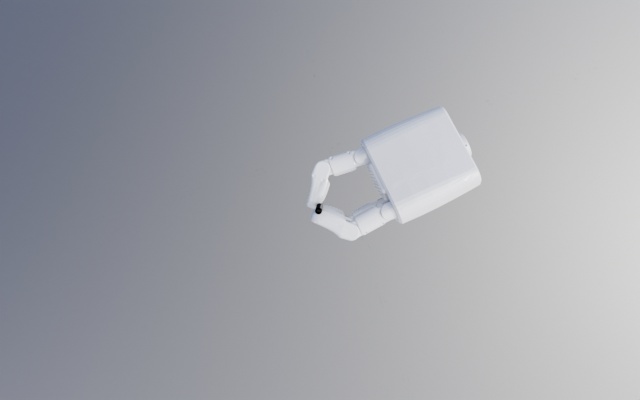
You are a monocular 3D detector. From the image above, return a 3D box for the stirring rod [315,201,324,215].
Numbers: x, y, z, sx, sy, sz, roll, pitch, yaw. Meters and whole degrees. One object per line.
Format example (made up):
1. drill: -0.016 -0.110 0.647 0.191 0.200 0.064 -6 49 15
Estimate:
1. stirring rod: 0.000 0.002 0.644 0.011 0.011 0.239 0 4 1
